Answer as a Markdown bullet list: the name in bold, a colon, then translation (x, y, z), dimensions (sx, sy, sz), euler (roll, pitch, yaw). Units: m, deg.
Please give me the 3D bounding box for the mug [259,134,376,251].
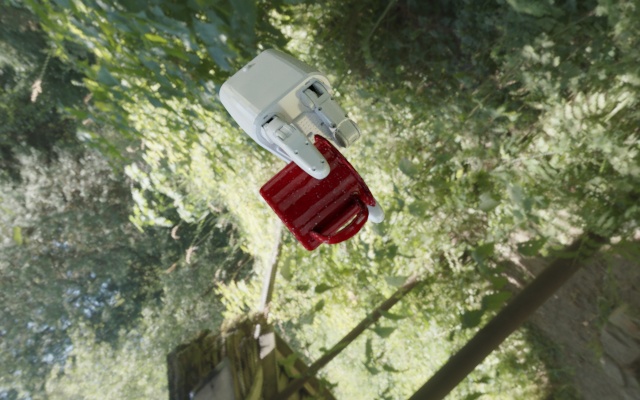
- **mug**: translation (0.001, 0.002, 0.463), dimensions (0.117, 0.081, 0.093), euler (45, -7, 45)
